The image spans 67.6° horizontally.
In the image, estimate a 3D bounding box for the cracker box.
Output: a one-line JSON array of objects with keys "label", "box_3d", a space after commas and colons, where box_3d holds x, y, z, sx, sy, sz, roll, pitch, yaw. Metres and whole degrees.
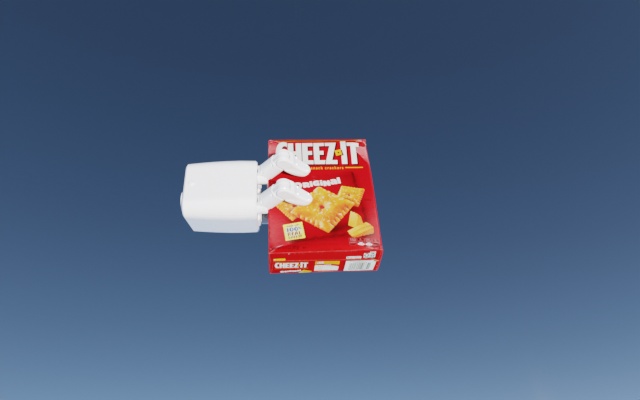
[{"label": "cracker box", "box_3d": [0.000, 0.003, 0.740, 0.164, 0.213, 0.072, -1, -35, -5]}]
